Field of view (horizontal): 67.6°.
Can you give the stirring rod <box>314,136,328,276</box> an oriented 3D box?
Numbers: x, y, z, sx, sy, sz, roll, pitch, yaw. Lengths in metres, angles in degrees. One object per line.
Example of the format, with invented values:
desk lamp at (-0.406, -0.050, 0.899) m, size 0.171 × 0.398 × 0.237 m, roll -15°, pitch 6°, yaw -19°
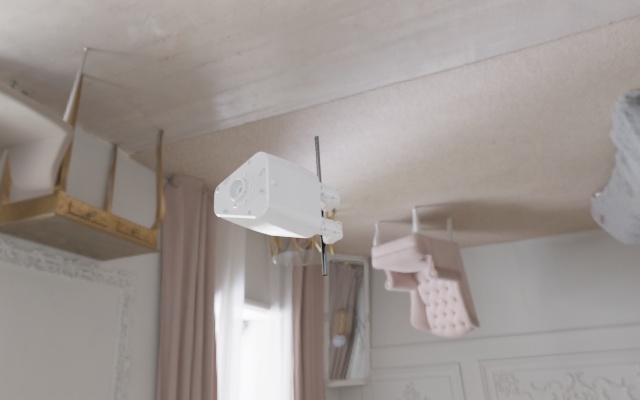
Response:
stirring rod at (0.000, 0.002, 0.773) m, size 0.011 × 0.239 × 0.011 m, roll -3°, pitch -21°, yaw -1°
